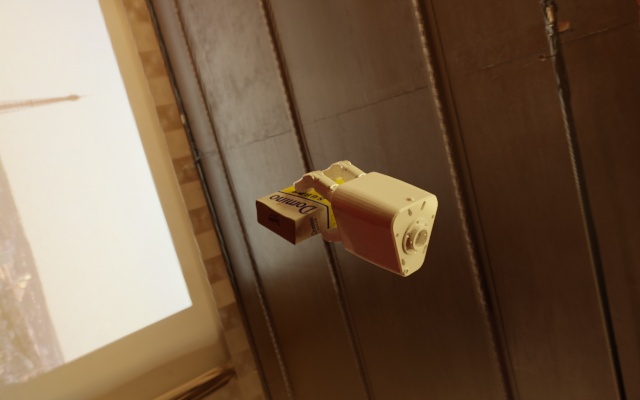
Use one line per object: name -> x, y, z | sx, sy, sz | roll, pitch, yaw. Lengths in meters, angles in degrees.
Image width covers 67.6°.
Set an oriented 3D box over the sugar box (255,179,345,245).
sugar box -> 0.000, 0.002, 0.723 | 0.176, 0.048, 0.093 | -21, 32, -37
